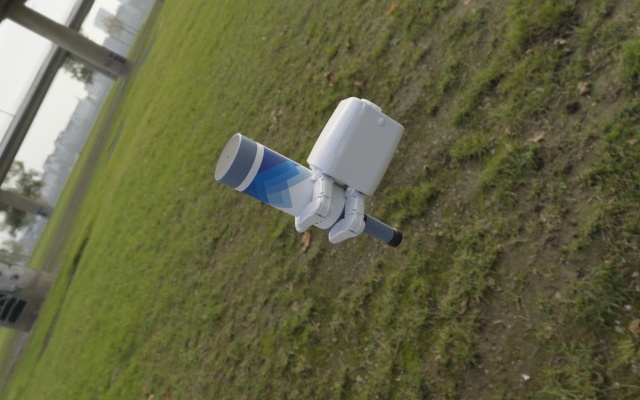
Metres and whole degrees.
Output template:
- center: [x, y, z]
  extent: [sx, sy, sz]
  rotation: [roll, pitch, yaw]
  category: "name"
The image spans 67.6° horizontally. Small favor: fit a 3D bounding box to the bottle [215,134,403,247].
- center: [0.000, 0.002, 0.671]
  extent: [0.296, 0.069, 0.069]
  rotation: [26, -13, -27]
  category: "bottle"
